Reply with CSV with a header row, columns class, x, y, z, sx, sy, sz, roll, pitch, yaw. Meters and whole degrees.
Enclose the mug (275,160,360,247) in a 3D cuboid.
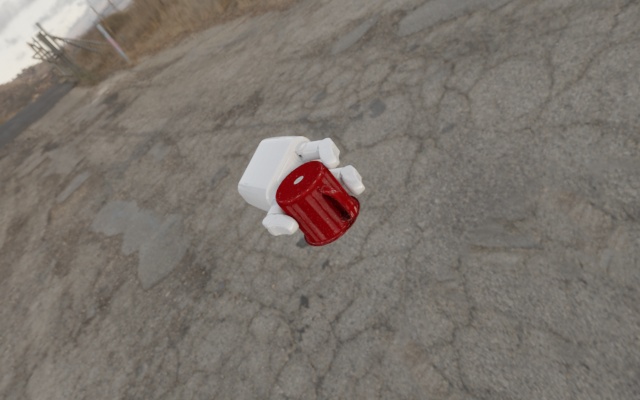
class,x,y,z,sx,sy,sz,roll,pitch,yaw
mug,0.001,0.002,0.632,0.117,0.093,0.081,9,-35,54
